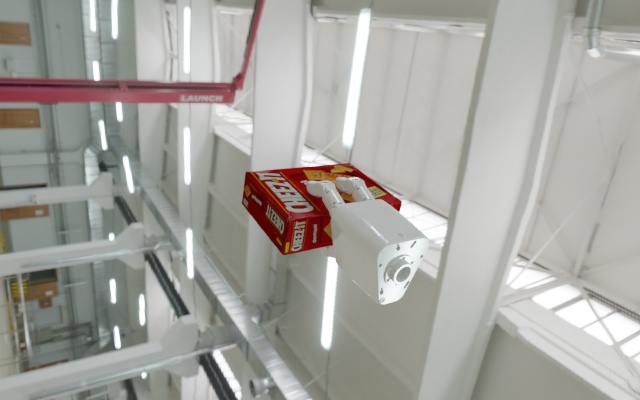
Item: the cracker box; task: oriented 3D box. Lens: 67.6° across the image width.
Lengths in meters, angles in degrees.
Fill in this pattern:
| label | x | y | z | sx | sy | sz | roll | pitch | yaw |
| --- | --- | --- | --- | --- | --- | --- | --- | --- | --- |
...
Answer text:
| label | x | y | z | sx | sy | sz | roll | pitch | yaw |
| --- | --- | --- | --- | --- | --- | --- | --- | --- | --- |
| cracker box | 0.000 | 0.003 | 0.795 | 0.213 | 0.072 | 0.164 | -7 | 32 | -31 |
